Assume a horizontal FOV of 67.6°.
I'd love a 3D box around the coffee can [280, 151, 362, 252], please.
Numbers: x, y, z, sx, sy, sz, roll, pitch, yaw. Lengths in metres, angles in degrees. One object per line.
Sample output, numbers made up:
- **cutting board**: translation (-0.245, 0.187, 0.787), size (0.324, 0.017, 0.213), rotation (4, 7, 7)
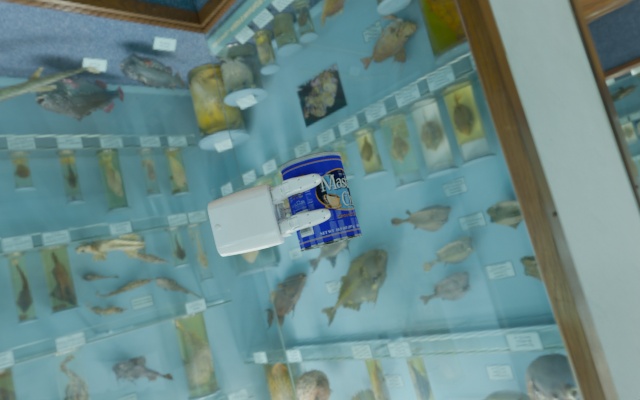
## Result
- **coffee can**: translation (0.000, 0.002, 0.774), size (0.103, 0.140, 0.103), rotation (-14, -7, -2)
